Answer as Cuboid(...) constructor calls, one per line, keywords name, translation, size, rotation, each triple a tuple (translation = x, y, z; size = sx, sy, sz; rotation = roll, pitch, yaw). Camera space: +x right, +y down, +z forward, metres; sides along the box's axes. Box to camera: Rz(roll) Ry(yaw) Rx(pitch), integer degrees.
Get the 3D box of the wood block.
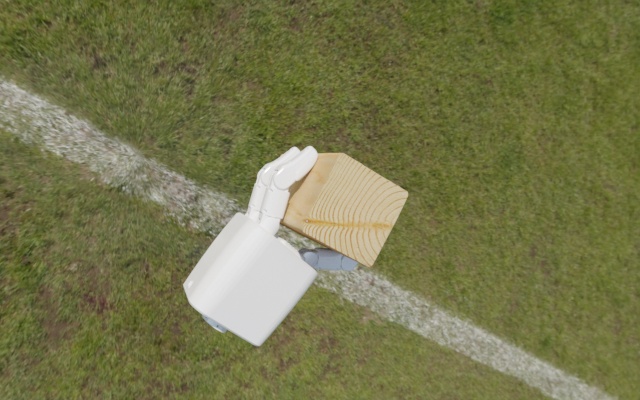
Cuboid(name="wood block", translation=(0.000, 0.002, 0.571), size=(0.091, 0.090, 0.206), rotation=(30, -6, -21))
